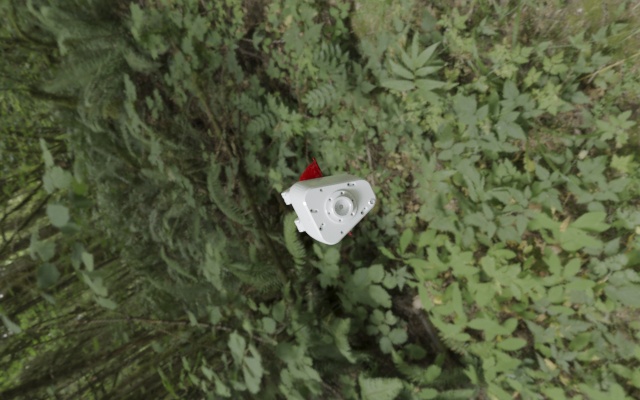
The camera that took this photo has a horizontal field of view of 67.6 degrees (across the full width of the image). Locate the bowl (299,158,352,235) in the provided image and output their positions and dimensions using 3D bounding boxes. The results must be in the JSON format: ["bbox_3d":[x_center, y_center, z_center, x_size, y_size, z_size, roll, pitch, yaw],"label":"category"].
[{"bbox_3d":[0.000,0.003,0.900,0.055,0.162,0.162,-26,-1,2],"label":"bowl"}]
